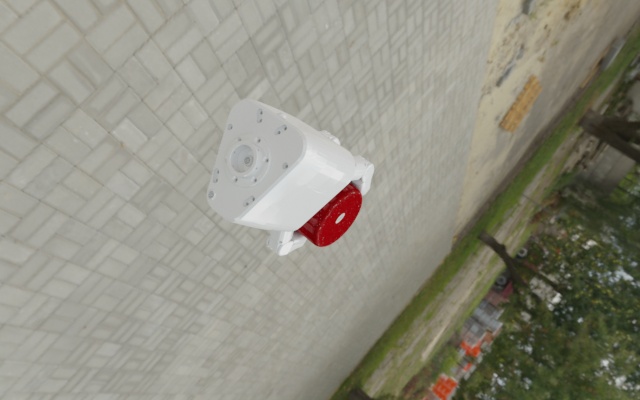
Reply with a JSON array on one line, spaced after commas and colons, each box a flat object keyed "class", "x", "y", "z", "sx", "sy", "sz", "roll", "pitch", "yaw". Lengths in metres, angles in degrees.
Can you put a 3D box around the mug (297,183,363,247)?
[{"class": "mug", "x": 0.001, "y": 0.002, "z": 0.575, "sx": 0.081, "sy": 0.093, "sz": 0.117, "roll": 38, "pitch": 12, "yaw": 25}]
